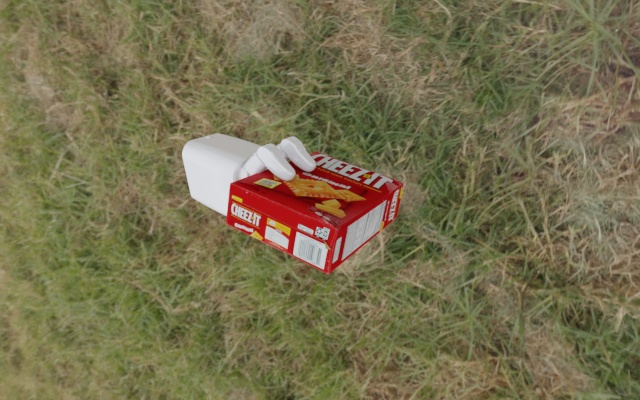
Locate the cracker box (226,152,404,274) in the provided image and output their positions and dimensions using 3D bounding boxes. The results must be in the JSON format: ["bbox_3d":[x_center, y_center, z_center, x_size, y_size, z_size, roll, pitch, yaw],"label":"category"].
[{"bbox_3d":[0.000,0.002,0.673,0.164,0.072,0.213,23,28,24],"label":"cracker box"}]
